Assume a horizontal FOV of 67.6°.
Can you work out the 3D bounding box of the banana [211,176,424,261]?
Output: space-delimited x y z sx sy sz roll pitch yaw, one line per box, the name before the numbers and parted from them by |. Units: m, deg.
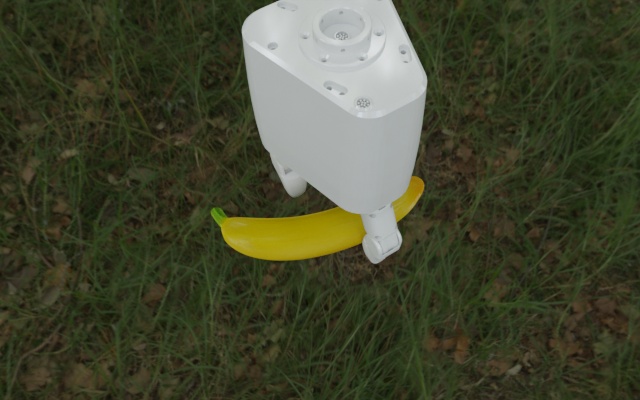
banana | -0.001 0.017 0.417 0.198 0.069 0.037 -7 -33 1
